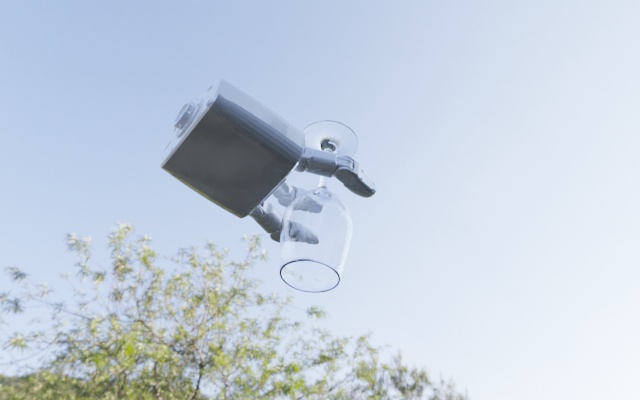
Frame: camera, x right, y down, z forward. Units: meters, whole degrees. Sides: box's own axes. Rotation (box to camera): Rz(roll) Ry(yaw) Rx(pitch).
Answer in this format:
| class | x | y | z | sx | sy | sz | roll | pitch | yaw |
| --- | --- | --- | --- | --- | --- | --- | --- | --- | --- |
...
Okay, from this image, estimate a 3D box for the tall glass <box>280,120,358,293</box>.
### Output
| class | x | y | z | sx | sy | sz | roll | pitch | yaw |
| --- | --- | --- | --- | --- | --- | --- | --- | --- | --- |
| tall glass | 0.000 | 0.001 | 0.542 | 0.079 | 0.200 | 0.079 | 5 | -40 | 4 |
